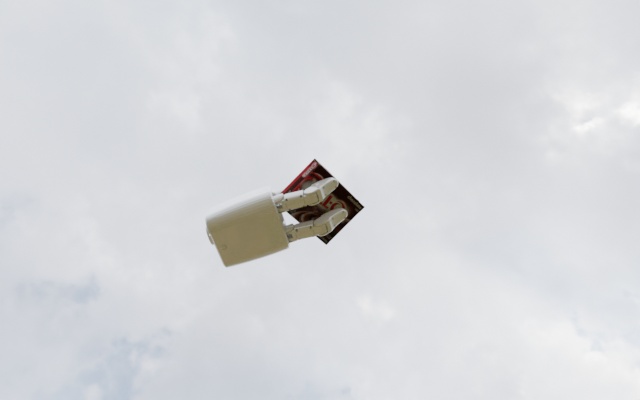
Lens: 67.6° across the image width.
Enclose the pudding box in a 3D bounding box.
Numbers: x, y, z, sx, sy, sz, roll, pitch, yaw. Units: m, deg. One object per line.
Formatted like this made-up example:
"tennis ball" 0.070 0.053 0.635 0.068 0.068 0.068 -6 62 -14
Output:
"pudding box" 0.000 0.002 0.763 0.113 0.090 0.039 41 8 -28
